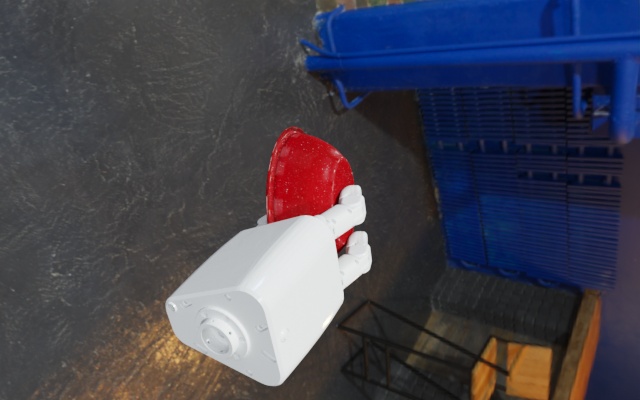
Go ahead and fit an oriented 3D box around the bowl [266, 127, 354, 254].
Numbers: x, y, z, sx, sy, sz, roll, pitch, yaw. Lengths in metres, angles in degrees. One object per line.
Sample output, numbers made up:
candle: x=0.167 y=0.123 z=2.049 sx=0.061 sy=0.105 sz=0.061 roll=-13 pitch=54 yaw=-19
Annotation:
bowl: x=0.001 y=0.001 z=0.507 sx=0.055 sy=0.162 sz=0.162 roll=-1 pitch=-1 yaw=18
